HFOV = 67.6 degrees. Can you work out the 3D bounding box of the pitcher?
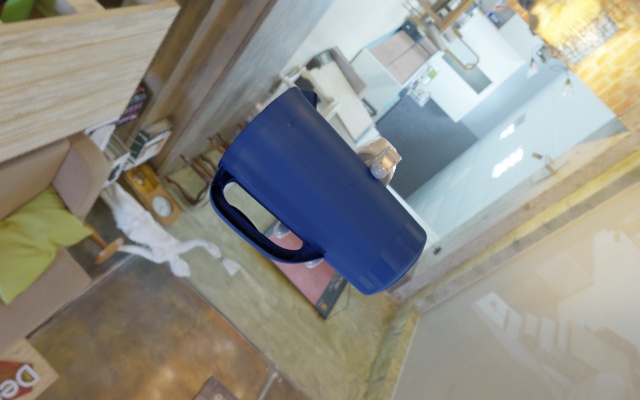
[{"bbox_3d":[0.000,0.002,0.565,0.149,0.243,0.145,-44,3,25],"label":"pitcher"}]
